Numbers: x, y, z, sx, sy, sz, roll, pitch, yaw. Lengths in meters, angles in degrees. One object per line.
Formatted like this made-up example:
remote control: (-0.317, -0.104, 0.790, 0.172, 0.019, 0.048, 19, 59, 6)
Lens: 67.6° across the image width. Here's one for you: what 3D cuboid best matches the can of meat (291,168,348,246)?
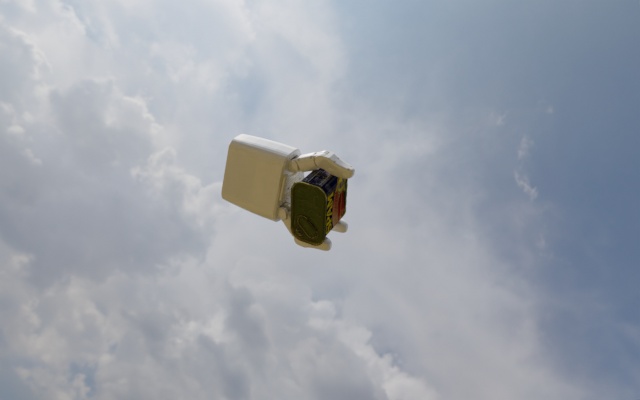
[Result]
can of meat: (0.000, 0.002, 0.719, 0.057, 0.102, 0.084, 16, 34, 22)
